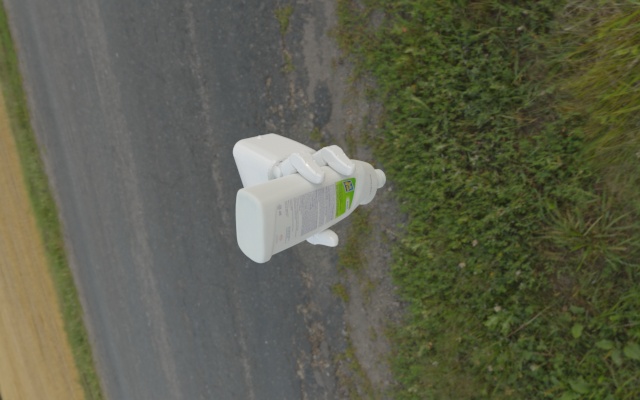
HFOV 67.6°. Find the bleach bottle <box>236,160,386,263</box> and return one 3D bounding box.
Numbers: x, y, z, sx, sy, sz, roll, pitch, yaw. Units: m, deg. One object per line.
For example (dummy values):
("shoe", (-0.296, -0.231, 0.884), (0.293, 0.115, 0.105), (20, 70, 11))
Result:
("bleach bottle", (0.000, 0.002, 0.697), (0.251, 0.103, 0.068), (-18, 32, -38))
